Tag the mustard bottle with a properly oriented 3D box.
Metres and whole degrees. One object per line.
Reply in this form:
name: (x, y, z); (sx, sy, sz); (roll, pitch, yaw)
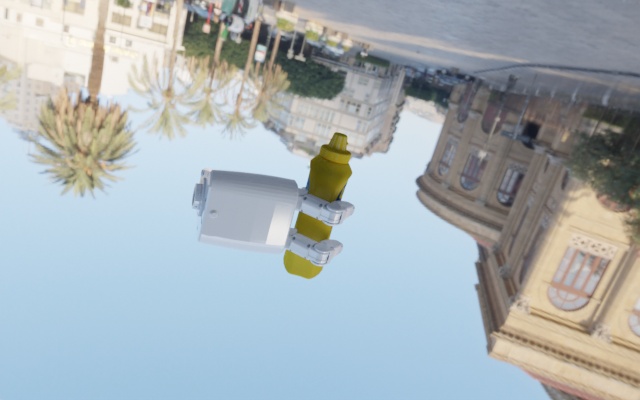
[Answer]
mustard bottle: (0.000, 0.002, 0.640); (0.058, 0.192, 0.096); (17, 18, 3)
